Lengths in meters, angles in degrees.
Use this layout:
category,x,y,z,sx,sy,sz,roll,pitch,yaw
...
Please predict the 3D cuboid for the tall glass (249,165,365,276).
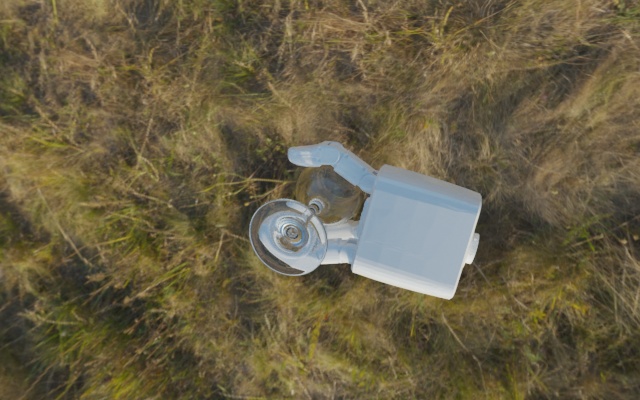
category,x,y,z,sx,sy,sz,roll,pitch,yaw
tall glass,0.000,0.002,0.512,0.079,0.079,0.201,0,19,18
